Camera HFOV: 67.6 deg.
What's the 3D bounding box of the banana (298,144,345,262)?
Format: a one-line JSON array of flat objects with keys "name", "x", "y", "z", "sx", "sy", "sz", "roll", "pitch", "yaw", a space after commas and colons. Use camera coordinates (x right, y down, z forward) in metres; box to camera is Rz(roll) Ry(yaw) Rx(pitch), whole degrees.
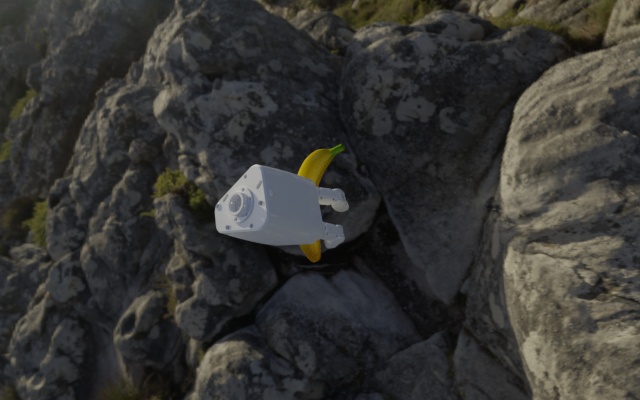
[{"name": "banana", "x": -0.014, "y": -0.002, "z": 0.768, "sx": 0.069, "sy": 0.197, "sz": 0.037, "roll": 4, "pitch": -14, "yaw": 35}]
